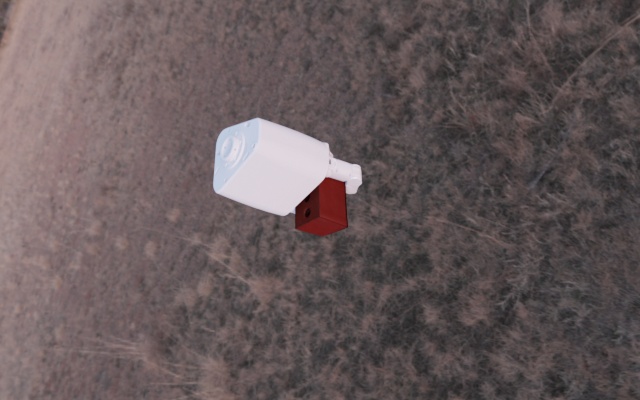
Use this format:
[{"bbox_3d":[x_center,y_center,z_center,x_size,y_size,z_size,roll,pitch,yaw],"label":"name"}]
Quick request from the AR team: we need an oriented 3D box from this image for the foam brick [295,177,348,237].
[{"bbox_3d":[0.000,0.002,0.643,0.051,0.078,0.053,18,-31,-38],"label":"foam brick"}]
